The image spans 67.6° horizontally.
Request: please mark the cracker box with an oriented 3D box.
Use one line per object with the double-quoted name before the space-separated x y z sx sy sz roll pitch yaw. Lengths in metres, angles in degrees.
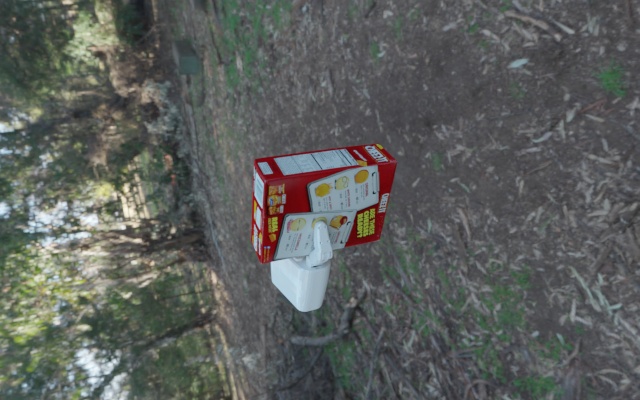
"cracker box" 0.000 0.003 0.758 0.213 0.164 0.072 -10 40 -21
